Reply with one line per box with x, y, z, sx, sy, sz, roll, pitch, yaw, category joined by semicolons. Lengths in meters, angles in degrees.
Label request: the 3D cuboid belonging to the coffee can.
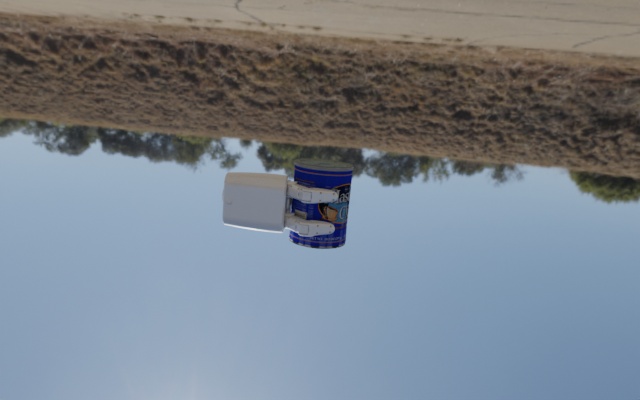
0.000;0.003;0.838;0.103;0.140;0.102;5;12;-1;coffee can
